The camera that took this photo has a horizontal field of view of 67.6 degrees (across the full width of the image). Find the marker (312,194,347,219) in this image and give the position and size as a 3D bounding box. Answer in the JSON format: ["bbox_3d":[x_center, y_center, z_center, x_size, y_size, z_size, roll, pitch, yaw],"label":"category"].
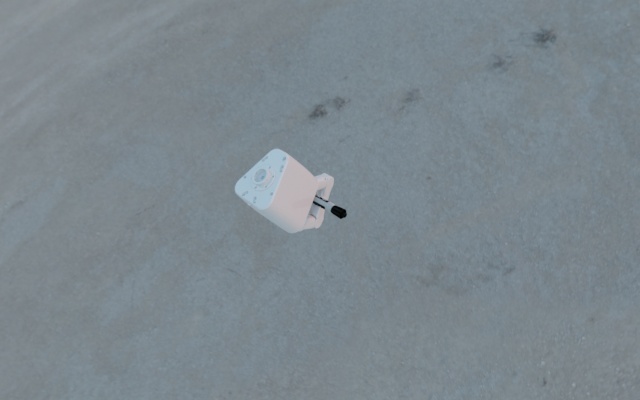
[{"bbox_3d":[0.000,0.003,0.865,0.121,0.020,0.020,29,18,36],"label":"marker"}]
